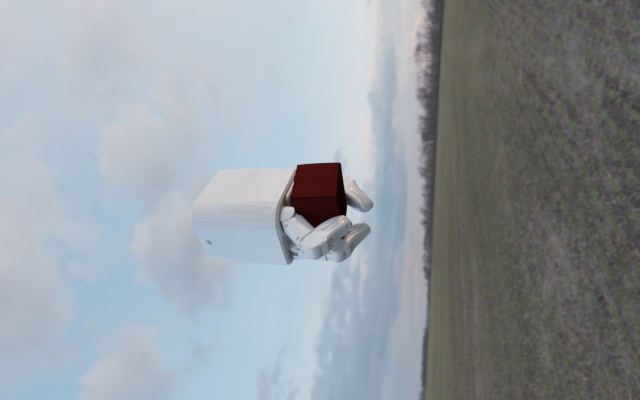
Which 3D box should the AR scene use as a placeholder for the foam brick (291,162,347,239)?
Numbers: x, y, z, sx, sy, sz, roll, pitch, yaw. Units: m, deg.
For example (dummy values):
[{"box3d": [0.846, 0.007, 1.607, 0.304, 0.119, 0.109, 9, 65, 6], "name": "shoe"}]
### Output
[{"box3d": [0.000, 0.002, 0.545, 0.051, 0.053, 0.078, 0, -41, 10], "name": "foam brick"}]
